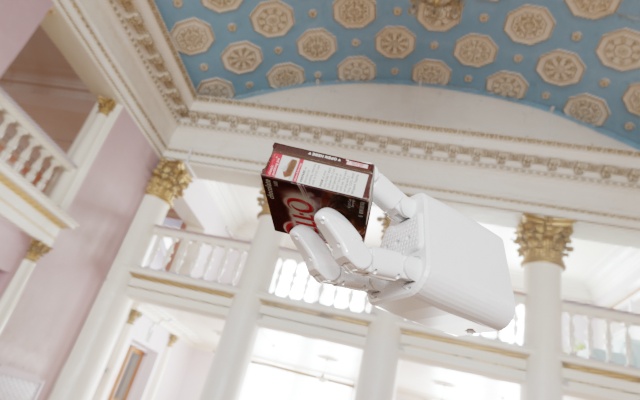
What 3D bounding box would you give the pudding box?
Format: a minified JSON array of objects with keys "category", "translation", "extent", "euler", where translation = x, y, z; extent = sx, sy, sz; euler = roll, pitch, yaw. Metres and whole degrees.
[{"category":"pudding box","translation":[0.000,0.001,0.426],"extent":[0.090,0.039,0.114],"euler":[13,-29,8]}]
